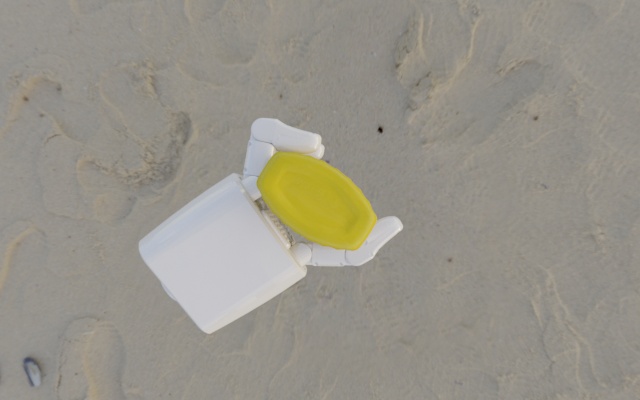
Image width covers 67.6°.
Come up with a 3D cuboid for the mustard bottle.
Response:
[{"bbox_3d":[0.000,0.001,0.450,0.096,0.058,0.191,32,1,2],"label":"mustard bottle"}]
